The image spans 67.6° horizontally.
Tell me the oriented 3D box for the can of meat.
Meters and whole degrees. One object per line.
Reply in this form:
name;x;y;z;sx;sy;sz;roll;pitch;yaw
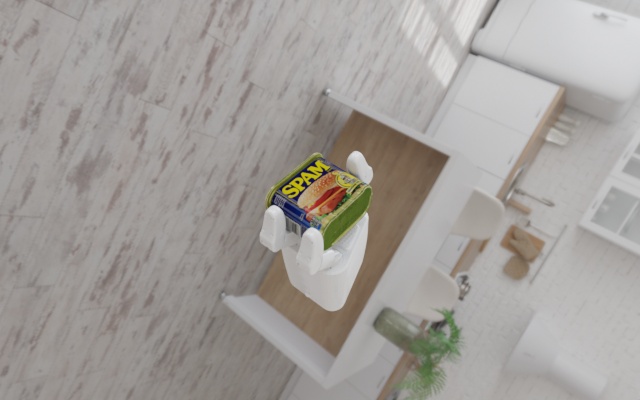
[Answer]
can of meat;0.000;0.002;0.565;0.084;0.057;0.102;32;55;25
